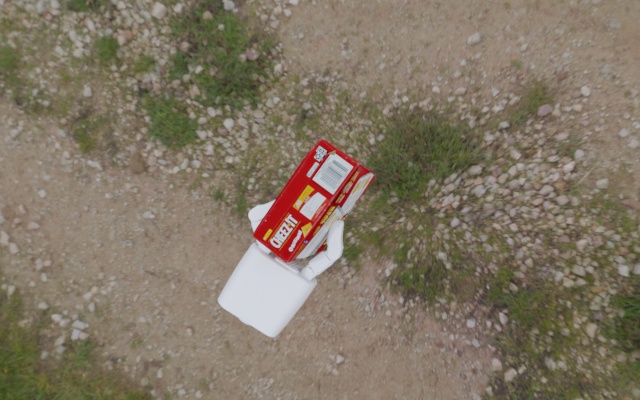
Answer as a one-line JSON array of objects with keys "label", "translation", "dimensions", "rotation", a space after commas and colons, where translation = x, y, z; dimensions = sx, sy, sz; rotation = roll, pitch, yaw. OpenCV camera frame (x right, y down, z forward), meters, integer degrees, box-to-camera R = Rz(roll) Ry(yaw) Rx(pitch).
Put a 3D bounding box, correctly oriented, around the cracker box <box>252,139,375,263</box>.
[{"label": "cracker box", "translation": [0.000, 0.002, 0.724], "dimensions": [0.072, 0.164, 0.214], "rotation": [37, 6, 10]}]
